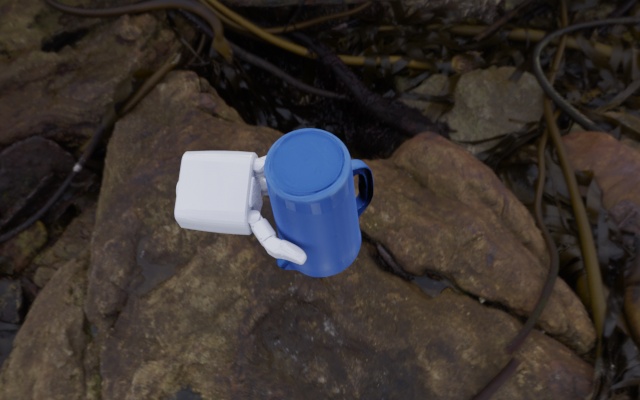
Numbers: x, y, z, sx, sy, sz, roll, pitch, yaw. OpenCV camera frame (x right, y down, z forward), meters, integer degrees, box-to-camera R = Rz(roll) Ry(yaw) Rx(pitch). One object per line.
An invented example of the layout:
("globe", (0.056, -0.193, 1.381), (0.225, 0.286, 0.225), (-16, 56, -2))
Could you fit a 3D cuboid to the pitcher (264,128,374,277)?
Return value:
("pitcher", (0.000, 0.002, 0.683), (0.145, 0.149, 0.243), (5, -27, 7))
